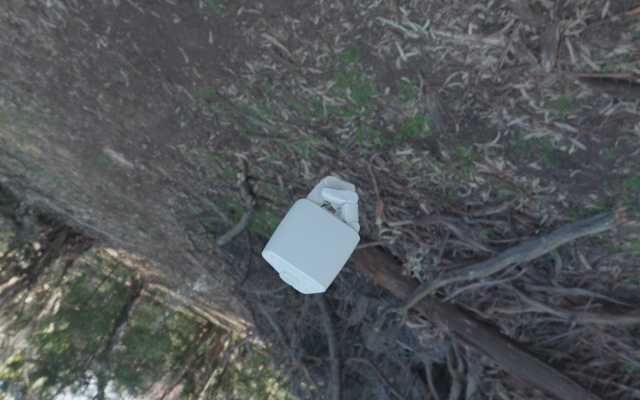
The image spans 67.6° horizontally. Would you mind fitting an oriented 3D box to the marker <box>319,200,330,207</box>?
[{"bbox_3d":[0.000,0.003,0.821,0.020,0.020,0.121,0,-13,-26],"label":"marker"}]
